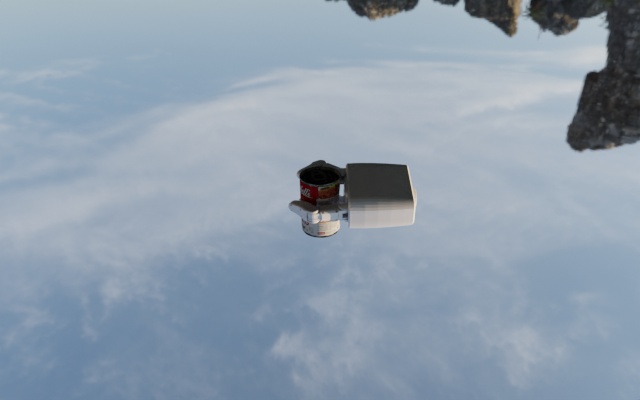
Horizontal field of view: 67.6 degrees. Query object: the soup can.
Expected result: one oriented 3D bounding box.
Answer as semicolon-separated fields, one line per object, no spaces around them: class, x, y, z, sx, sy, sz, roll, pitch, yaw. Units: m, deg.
soup can;0.000;0.003;0.801;0.068;0.102;0.068;-1;30;0
